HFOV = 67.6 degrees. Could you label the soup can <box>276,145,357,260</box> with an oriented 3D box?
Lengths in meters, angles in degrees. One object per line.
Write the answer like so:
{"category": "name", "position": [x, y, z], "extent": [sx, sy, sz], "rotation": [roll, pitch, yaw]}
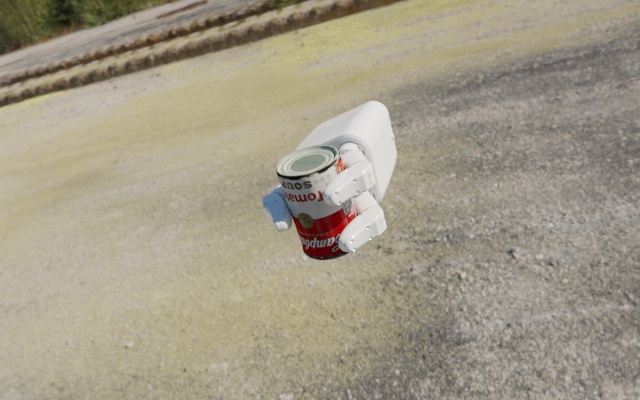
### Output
{"category": "soup can", "position": [0.000, 0.002, 0.497], "extent": [0.068, 0.102, 0.068], "rotation": [-13, 29, 7]}
